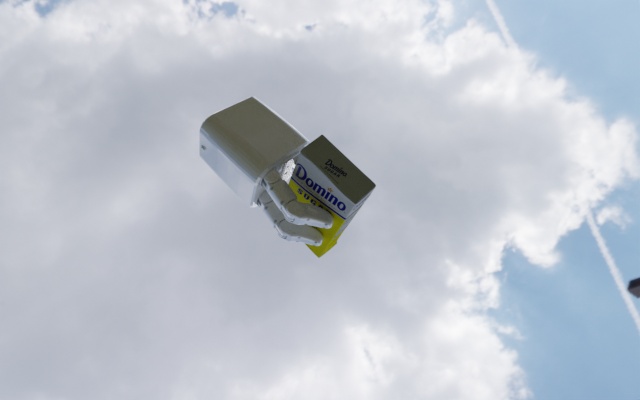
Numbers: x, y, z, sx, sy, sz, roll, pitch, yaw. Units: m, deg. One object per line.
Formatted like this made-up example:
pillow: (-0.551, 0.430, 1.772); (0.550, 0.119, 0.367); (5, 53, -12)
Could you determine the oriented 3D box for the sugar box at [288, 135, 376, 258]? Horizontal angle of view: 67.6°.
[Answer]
sugar box: (0.000, 0.002, 0.623); (0.048, 0.093, 0.176); (-41, -12, -26)
